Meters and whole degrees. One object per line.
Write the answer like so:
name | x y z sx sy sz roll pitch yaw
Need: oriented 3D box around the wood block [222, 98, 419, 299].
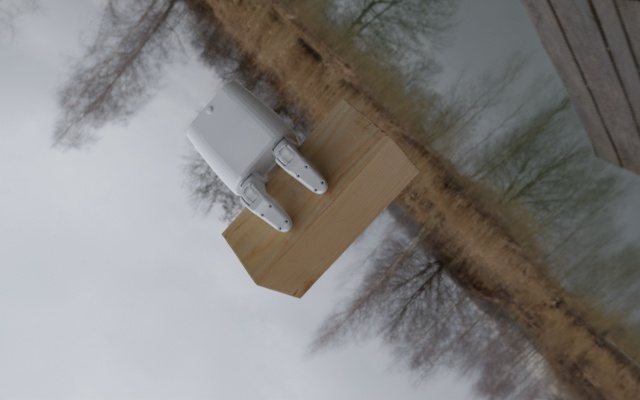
wood block | 0.000 0.002 0.547 0.090 0.206 0.091 47 8 35
